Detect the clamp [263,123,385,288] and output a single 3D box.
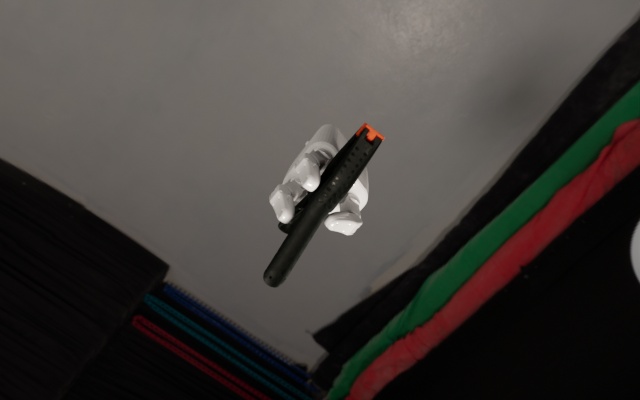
[{"bbox_3d":[0.001,0.002,0.573,0.036,0.210,0.164,35,24,-11],"label":"clamp"}]
